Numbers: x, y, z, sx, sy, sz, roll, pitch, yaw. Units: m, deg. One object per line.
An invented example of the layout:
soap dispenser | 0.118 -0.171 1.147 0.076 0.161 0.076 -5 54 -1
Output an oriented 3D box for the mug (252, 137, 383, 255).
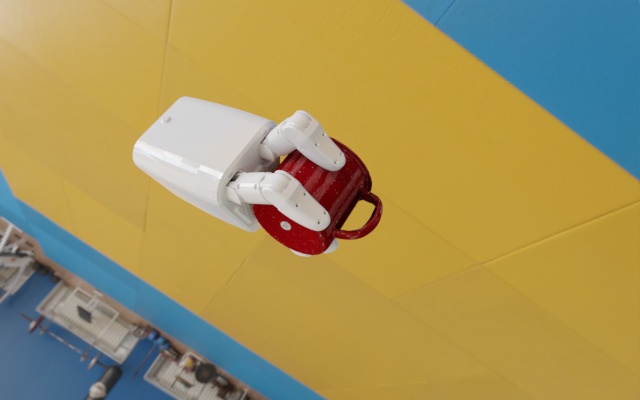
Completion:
mug | 0.001 0.002 0.447 0.117 0.081 0.093 23 -31 19
